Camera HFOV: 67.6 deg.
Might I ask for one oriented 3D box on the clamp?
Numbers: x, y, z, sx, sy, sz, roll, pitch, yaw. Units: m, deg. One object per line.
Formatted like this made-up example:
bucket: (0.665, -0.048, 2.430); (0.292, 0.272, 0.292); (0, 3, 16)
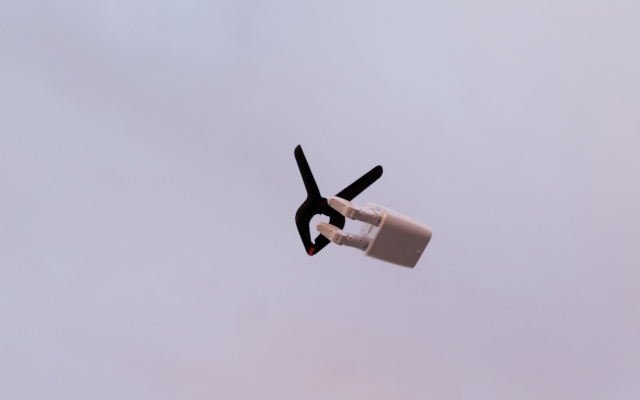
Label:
clamp: (0.000, 0.003, 0.875); (0.164, 0.210, 0.036); (20, 20, -13)
